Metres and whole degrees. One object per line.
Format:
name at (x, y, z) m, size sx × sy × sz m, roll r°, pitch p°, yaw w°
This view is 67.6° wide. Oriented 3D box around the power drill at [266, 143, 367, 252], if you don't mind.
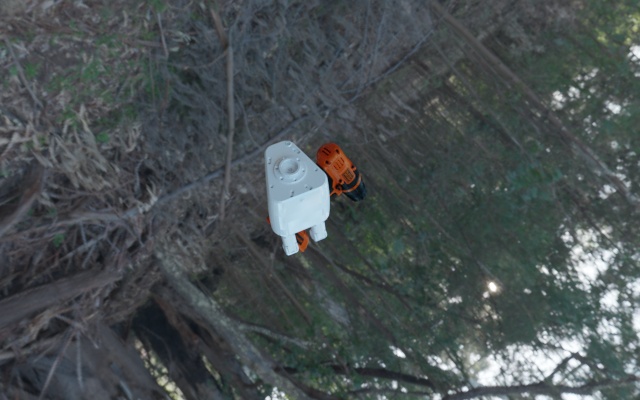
power drill at (0.000, 0.003, 0.891) m, size 0.057 × 0.187 × 0.184 m, roll 37°, pitch -6°, yaw 36°
